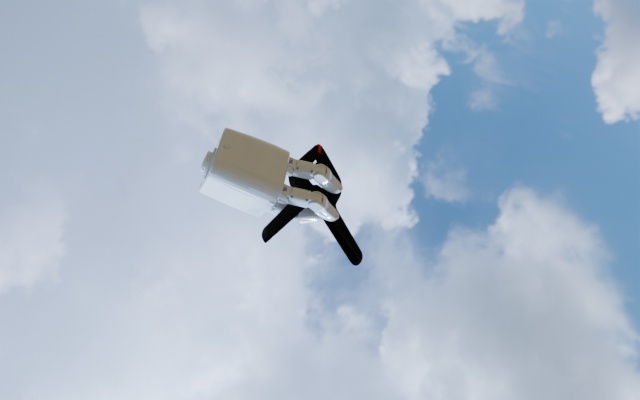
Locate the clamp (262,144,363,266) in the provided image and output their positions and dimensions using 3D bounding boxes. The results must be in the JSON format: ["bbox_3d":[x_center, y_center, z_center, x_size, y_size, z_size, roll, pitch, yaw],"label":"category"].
[{"bbox_3d":[0.000,0.002,0.764,0.164,0.209,0.036,23,-39,-19],"label":"clamp"}]
